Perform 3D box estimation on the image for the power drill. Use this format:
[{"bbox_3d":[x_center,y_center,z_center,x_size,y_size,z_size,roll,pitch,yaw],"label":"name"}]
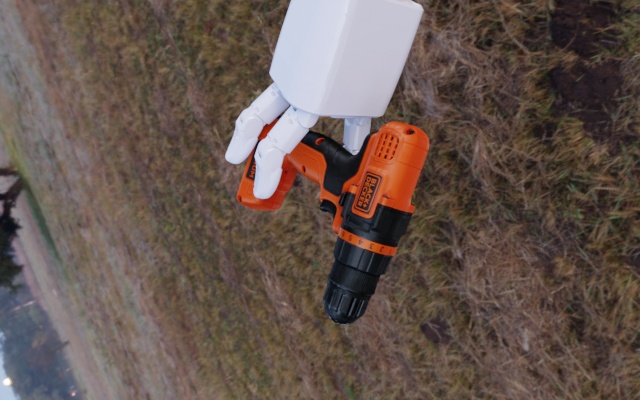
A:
[{"bbox_3d":[0.000,0.001,0.463,0.187,0.184,0.057,24,5,39],"label":"power drill"}]
